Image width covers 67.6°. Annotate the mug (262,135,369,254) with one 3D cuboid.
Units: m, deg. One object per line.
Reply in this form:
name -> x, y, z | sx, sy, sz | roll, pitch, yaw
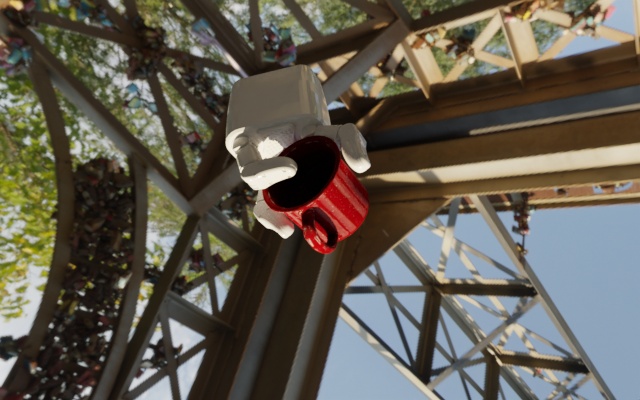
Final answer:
mug -> 0.000, 0.003, 0.497 | 0.093, 0.117, 0.081 | -23, -42, 21
